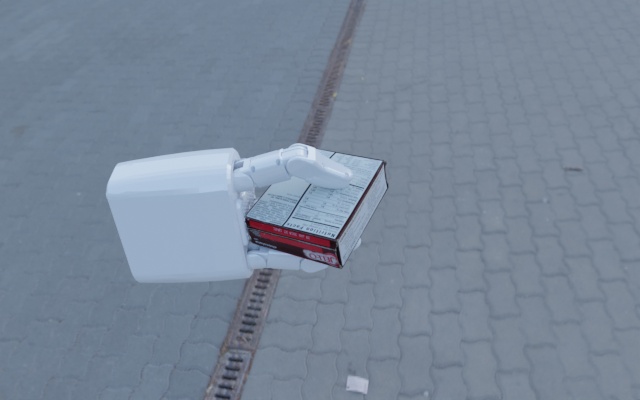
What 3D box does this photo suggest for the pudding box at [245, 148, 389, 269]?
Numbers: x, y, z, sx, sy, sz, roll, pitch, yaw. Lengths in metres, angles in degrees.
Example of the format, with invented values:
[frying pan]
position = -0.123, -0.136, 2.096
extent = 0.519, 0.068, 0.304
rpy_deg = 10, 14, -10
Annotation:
[pudding box]
position = 0.000, 0.001, 0.429
extent = 0.090, 0.039, 0.113
rpy_deg = 14, 48, 24
